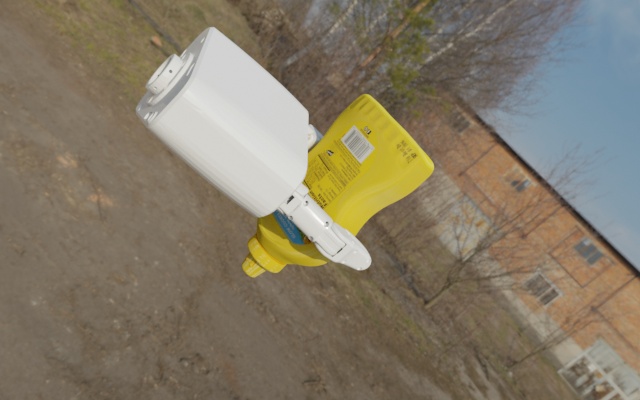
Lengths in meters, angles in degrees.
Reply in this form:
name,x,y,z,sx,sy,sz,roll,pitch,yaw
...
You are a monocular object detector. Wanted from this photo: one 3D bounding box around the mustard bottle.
name,x,y,z,sx,sy,sz,roll,pitch,yaw
mustard bottle,0.000,0.001,0.426,0.191,0.096,0.058,-43,-35,12
